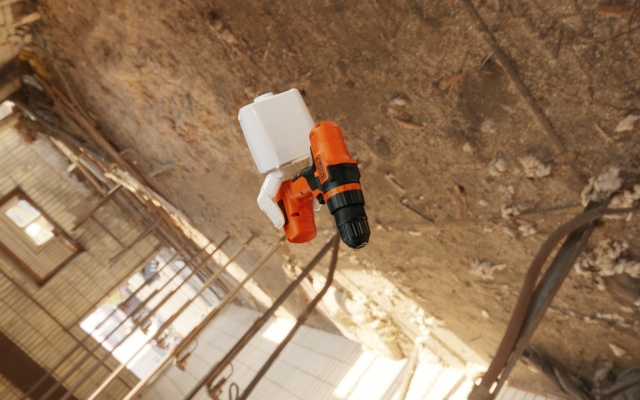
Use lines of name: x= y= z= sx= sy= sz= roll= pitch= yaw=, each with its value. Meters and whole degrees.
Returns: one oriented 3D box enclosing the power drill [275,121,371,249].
power drill: x=0.000 y=0.002 z=0.710 sx=0.057 sy=0.184 sz=0.188 roll=-5 pitch=-19 yaw=-30
